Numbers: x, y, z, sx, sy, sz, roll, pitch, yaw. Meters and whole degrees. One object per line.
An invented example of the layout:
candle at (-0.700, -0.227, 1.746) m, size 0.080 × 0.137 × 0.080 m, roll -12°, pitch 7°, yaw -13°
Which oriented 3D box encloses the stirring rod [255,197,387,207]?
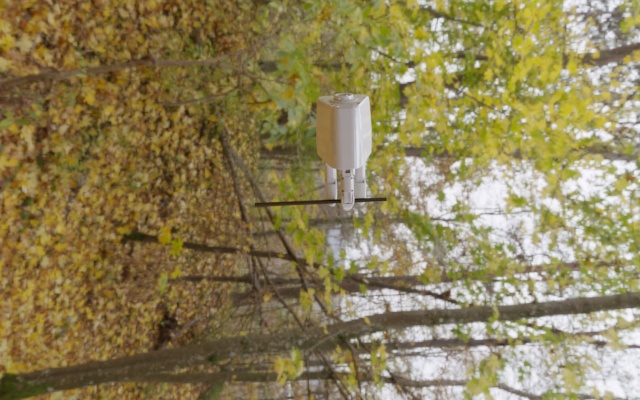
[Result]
stirring rod at (0.000, 0.003, 0.874) m, size 0.239 × 0.011 × 0.011 m, roll -2°, pitch 0°, yaw 1°
